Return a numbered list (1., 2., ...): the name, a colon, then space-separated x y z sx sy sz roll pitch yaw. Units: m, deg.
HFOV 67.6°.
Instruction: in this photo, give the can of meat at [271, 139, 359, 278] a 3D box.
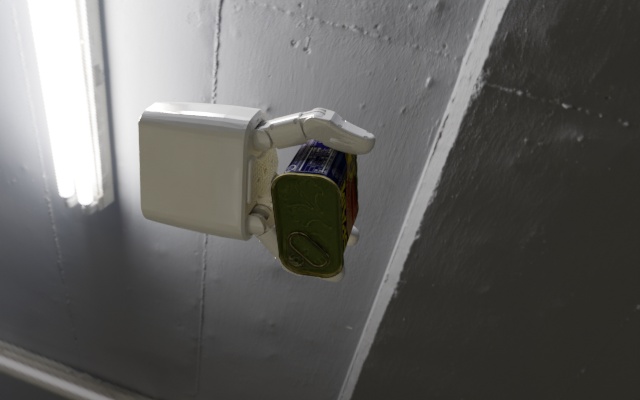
1. can of meat: 0.000 0.001 0.419 0.057 0.102 0.084 5 34 14
